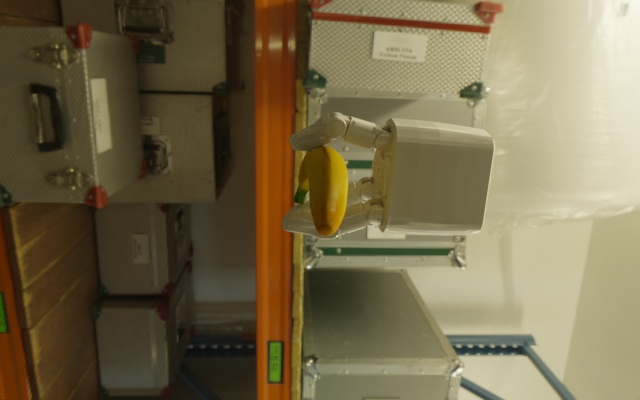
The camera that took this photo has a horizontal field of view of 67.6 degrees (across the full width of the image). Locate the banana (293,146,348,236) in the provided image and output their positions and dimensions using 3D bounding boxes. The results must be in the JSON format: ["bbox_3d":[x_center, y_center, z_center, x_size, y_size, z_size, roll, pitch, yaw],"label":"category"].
[{"bbox_3d":[0.002,-0.017,0.456,0.037,0.069,0.198,7,6,-8],"label":"banana"}]
